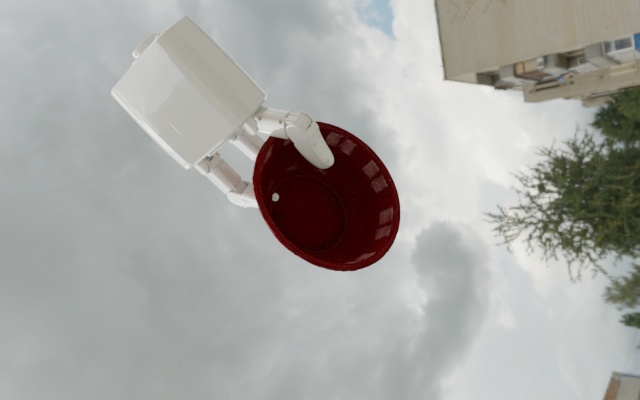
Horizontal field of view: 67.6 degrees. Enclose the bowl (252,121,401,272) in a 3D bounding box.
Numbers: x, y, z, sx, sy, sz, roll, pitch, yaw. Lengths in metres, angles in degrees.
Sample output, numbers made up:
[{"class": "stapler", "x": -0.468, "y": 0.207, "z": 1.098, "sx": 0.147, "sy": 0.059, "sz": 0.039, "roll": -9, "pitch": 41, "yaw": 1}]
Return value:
[{"class": "bowl", "x": 0.001, "y": 0.003, "z": 0.486, "sx": 0.162, "sy": 0.162, "sz": 0.055, "roll": 0, "pitch": -25, "yaw": -29}]
